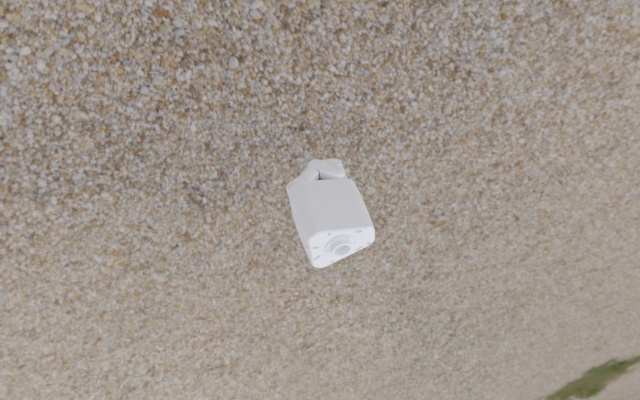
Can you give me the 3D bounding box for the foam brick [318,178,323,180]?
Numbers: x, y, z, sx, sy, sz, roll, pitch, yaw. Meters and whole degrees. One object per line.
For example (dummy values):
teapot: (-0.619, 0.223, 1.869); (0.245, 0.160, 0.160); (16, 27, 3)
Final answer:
foam brick: (0.000, 0.003, 0.836); (0.053, 0.051, 0.078); (-16, -41, -8)
